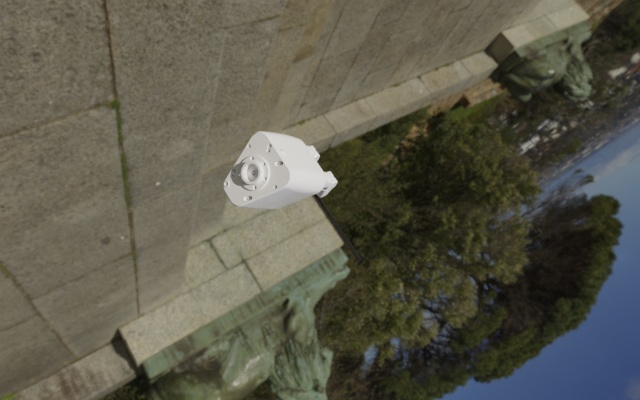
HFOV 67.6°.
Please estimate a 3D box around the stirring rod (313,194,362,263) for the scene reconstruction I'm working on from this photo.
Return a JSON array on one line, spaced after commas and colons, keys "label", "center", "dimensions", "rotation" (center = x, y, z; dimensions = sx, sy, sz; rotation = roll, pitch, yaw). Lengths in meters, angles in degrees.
[{"label": "stirring rod", "center": [0.000, 0.003, 0.810], "dimensions": [0.011, 0.239, 0.011], "rotation": [-31, -15, -9]}]
